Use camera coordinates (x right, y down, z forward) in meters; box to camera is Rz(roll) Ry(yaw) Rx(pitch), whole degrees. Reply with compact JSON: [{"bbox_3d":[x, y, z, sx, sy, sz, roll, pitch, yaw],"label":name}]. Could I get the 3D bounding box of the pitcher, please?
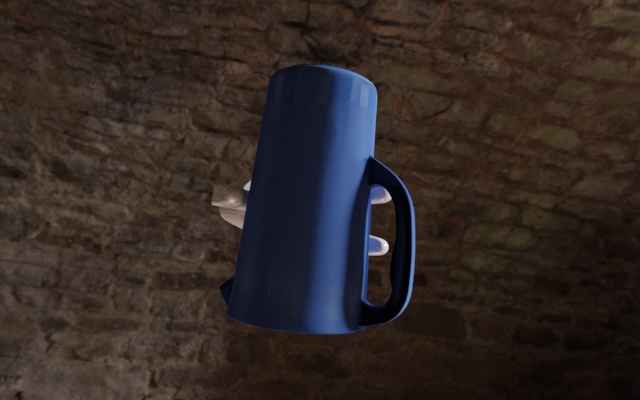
[{"bbox_3d":[0.000,0.002,0.463,0.149,0.243,0.145,9,-4,-25],"label":"pitcher"}]
